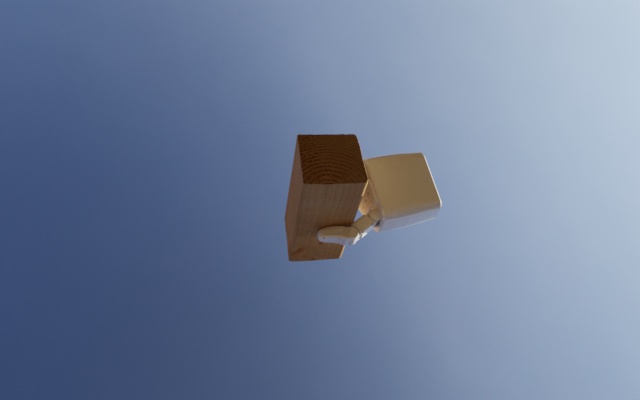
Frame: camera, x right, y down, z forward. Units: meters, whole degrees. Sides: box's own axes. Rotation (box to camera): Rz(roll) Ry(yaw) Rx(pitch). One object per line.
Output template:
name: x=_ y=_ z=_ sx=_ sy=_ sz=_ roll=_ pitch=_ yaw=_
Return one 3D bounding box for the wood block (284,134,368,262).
wood block: x=0.001 y=0.003 z=0.730 sx=0.090 sy=0.090 sz=0.206 roll=-2 pitch=-36 yaw=-11
